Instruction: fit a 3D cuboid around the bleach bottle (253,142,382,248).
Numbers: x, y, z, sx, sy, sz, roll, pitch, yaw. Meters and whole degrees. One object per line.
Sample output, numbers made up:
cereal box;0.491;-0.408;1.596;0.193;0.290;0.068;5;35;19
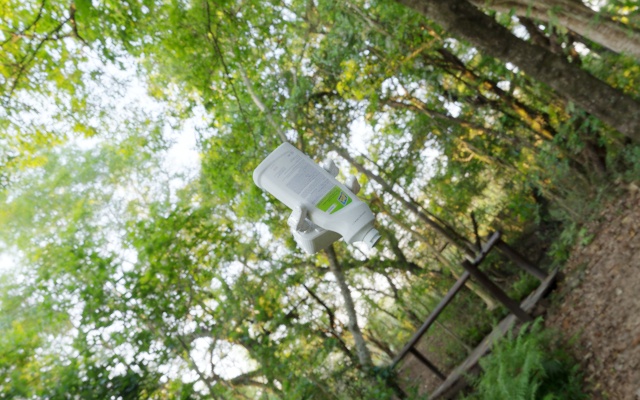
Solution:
bleach bottle;0.000;0.003;0.864;0.250;0.102;0.068;39;-14;19
